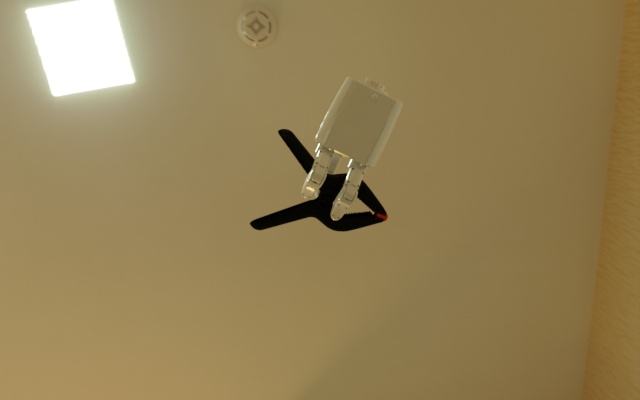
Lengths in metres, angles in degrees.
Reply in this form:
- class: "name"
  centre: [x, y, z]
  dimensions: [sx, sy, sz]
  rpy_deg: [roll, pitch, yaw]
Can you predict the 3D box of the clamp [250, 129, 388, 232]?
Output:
- class: "clamp"
  centre: [0.001, 0.002, 0.748]
  dimensions: [0.210, 0.164, 0.036]
  rpy_deg: [24, 15, -9]
